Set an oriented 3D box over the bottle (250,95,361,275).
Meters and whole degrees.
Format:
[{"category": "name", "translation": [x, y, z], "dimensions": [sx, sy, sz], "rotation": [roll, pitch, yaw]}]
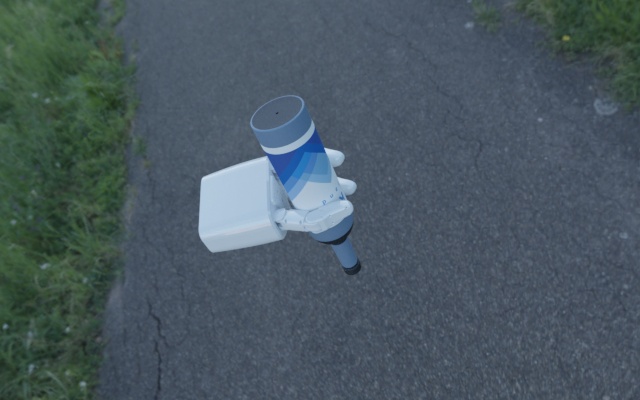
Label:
[{"category": "bottle", "translation": [0.000, 0.002, 0.633], "dimensions": [0.069, 0.069, 0.296], "rotation": [0, -43, 27]}]
